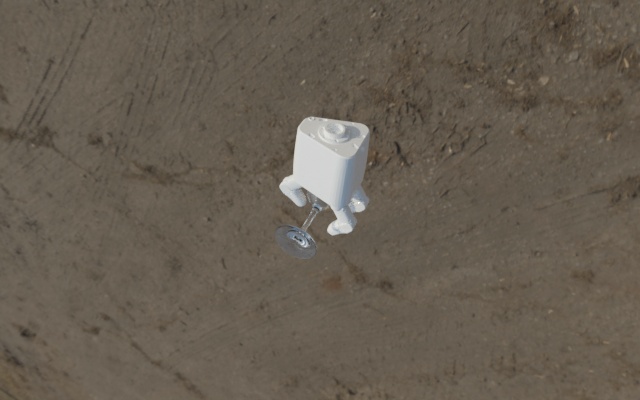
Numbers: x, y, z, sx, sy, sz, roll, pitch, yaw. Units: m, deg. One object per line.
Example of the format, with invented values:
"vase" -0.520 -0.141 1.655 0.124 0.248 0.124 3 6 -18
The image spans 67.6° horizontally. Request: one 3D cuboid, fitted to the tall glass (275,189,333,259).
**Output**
"tall glass" 0.000 0.003 0.825 0.079 0.079 0.201 0 40 32
